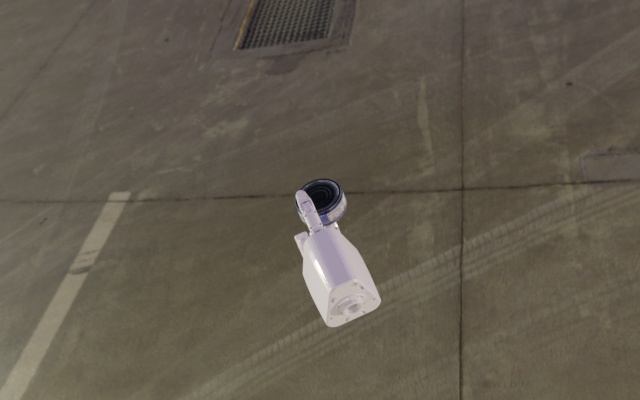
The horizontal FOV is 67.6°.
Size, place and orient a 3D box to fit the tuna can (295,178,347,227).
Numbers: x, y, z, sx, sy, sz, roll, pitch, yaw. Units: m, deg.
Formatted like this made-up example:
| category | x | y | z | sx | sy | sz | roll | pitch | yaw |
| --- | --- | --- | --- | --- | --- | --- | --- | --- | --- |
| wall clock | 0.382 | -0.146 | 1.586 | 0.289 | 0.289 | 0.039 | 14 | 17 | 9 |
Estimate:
| category | x | y | z | sx | sy | sz | roll | pitch | yaw |
| --- | --- | --- | --- | --- | --- | --- | --- | --- | --- |
| tuna can | 0.000 | 0.002 | 0.814 | 0.086 | 0.086 | 0.034 | 0 | -41 | 22 |
